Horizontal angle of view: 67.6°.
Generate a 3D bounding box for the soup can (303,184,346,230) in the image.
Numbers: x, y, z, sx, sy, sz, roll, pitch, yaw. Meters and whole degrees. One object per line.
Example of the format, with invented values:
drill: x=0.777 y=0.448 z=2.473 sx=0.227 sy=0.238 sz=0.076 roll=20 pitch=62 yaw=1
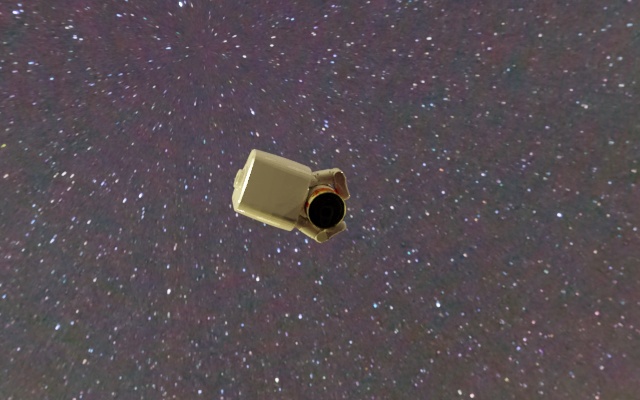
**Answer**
soup can: x=0.001 y=0.003 z=0.854 sx=0.068 sy=0.068 sz=0.102 roll=0 pitch=17 yaw=-14
